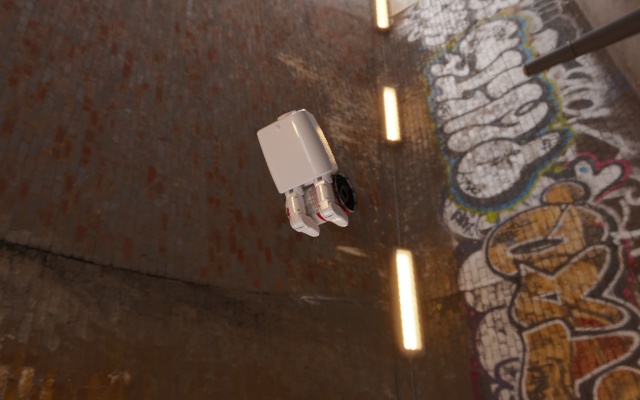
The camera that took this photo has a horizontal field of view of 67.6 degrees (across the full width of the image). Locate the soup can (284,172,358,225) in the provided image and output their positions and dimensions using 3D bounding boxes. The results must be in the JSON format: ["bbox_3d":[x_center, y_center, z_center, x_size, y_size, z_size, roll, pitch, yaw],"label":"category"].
[{"bbox_3d":[0.000,0.003,0.784,0.102,0.068,0.068,-22,-10,26],"label":"soup can"}]
